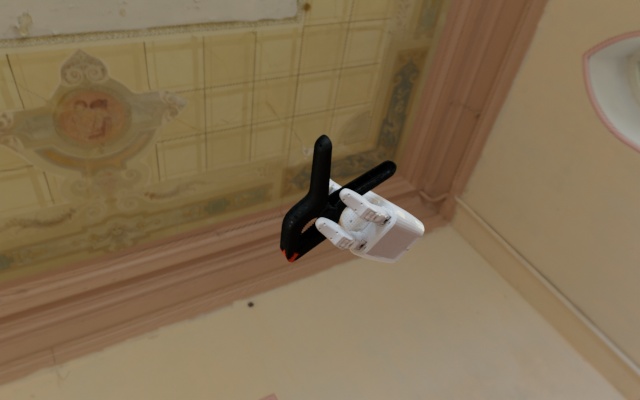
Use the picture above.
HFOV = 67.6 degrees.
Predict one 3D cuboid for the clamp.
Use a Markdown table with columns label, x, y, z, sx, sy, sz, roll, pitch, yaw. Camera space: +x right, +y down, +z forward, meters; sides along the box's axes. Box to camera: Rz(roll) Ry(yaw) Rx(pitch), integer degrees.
| label | x | y | z | sx | sy | sz | roll | pitch | yaw |
| --- | --- | --- | --- | --- | --- | --- | --- | --- | --- |
| clamp | 0.000 | 0.002 | 0.683 | 0.164 | 0.210 | 0.036 | 23 | 23 | -49 |
